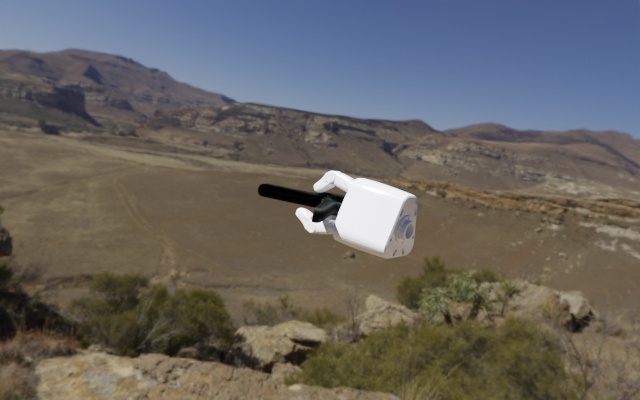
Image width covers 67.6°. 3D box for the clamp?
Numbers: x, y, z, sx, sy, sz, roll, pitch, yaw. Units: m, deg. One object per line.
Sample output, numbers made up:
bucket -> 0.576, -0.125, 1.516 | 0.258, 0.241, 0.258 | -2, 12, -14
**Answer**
clamp -> 0.001, 0.002, 0.875 | 0.164, 0.036, 0.210 | 24, 14, 37
